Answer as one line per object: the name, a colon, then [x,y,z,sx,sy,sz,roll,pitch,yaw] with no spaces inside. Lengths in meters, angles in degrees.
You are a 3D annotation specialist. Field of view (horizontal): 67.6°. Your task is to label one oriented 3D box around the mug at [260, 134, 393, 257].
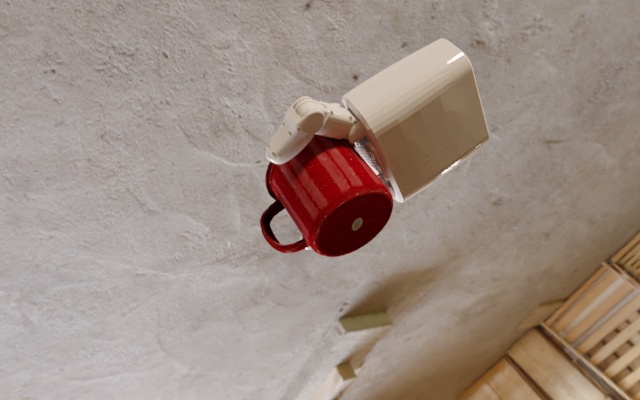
mug: [-0.001,0.002,0.418,0.117,0.081,0.093,-34,-36,-1]
